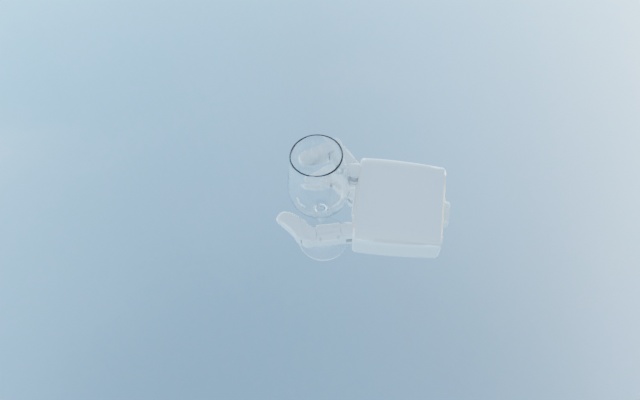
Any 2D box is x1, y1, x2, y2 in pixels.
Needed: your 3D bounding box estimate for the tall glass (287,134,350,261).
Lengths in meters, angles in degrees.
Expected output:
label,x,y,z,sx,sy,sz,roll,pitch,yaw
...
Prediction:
label,x,y,z,sx,sy,sz,roll,pitch,yaw
tall glass,0.000,0.002,0.623,0.079,0.079,0.201,0,-33,4
